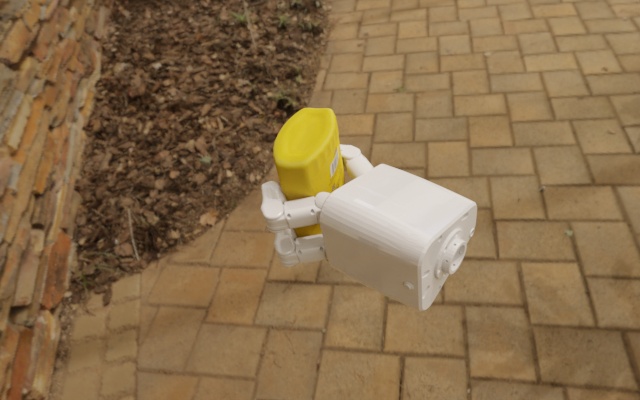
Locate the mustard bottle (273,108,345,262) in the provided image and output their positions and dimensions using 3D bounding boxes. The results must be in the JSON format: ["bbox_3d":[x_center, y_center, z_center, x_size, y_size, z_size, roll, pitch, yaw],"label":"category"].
[{"bbox_3d":[0.000,0.001,0.524,0.058,0.192,0.096,3,46,16],"label":"mustard bottle"}]
